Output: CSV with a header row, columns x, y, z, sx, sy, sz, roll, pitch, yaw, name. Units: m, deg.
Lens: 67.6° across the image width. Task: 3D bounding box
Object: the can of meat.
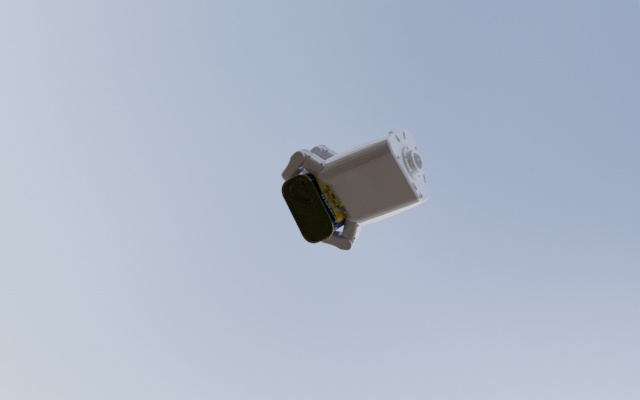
x,y,z,sx,sy,sz,roll,pitch,yaw,name
0.000,0.002,0.723,0.057,0.102,0.084,-26,1,34,can of meat
